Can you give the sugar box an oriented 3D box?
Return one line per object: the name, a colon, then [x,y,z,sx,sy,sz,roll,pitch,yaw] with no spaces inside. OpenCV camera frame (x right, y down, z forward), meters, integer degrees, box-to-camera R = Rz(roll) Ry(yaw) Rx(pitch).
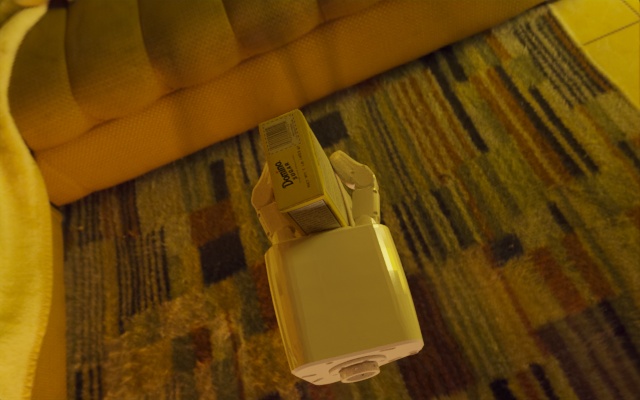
sugar box: [0.000,0.002,0.462,0.048,0.093,0.176,-19,-31,7]
